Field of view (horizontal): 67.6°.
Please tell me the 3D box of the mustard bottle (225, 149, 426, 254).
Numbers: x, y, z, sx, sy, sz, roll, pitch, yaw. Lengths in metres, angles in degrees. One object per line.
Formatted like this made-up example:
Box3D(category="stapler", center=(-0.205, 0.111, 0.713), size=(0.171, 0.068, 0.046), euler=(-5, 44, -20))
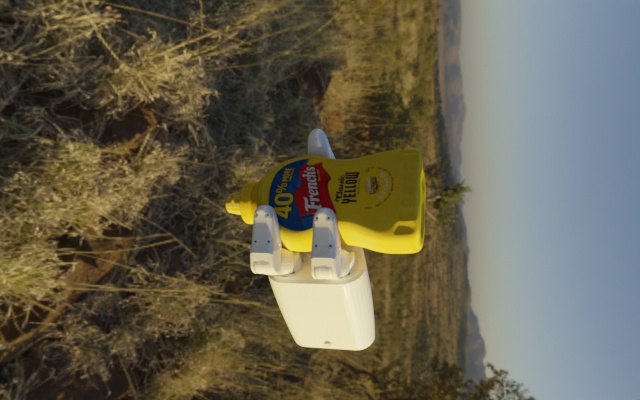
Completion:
Box3D(category="mustard bottle", center=(0.000, 0.001, 0.453), size=(0.191, 0.096, 0.058), euler=(-1, -30, 17))
